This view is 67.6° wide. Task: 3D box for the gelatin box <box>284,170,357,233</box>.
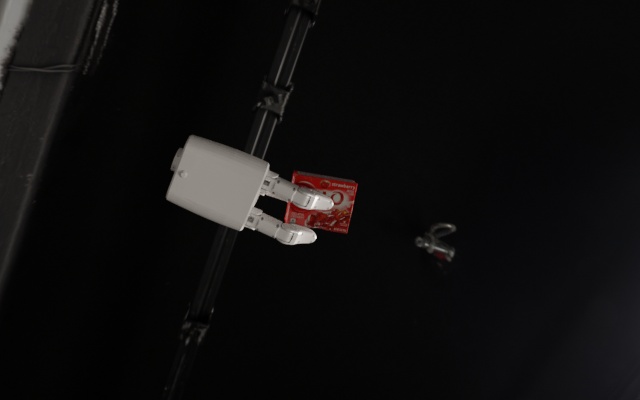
[{"bbox_3d":[0.000,0.002,0.665,0.089,0.073,0.030,9,12,-11],"label":"gelatin box"}]
